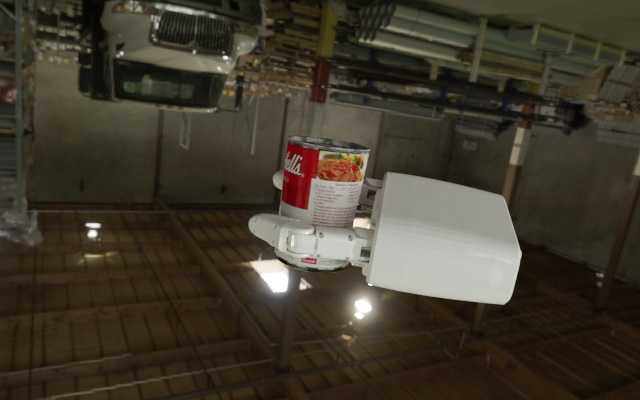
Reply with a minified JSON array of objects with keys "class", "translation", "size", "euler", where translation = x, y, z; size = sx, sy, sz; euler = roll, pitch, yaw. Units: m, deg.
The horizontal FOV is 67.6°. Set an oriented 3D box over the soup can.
[{"class":"soup can","translation":[0.000,0.002,0.401],"size":[0.068,0.102,0.068],"euler":[8,13,-2]}]
